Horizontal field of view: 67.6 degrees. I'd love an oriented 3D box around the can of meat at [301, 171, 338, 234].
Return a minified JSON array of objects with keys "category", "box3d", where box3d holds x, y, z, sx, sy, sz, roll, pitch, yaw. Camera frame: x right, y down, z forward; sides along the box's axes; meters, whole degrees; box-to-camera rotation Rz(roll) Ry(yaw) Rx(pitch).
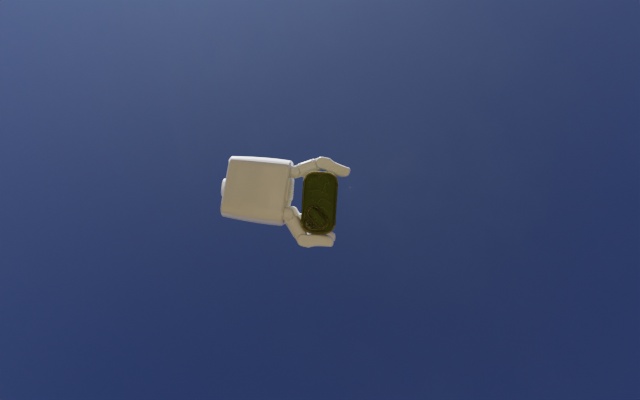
[{"category":"can of meat","box3d":[0.000,0.003,0.815,0.057,0.102,0.084,3,2,3]}]
